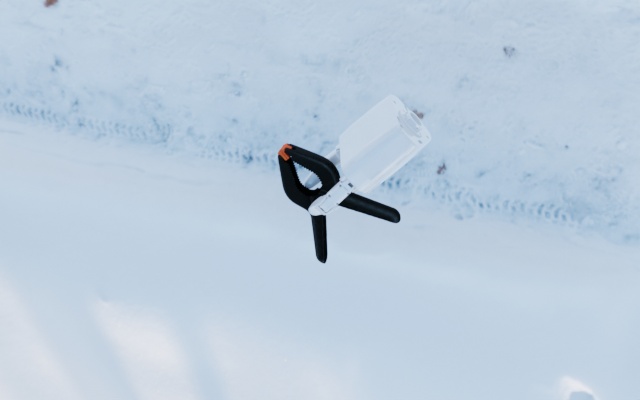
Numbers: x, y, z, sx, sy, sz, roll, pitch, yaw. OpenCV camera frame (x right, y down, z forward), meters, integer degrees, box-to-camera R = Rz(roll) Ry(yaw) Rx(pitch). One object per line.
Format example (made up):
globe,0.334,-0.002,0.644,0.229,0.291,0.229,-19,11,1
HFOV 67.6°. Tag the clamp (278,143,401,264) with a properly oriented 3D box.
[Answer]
clamp,0.000,0.002,0.759,0.164,0.210,0.036,-40,13,27
